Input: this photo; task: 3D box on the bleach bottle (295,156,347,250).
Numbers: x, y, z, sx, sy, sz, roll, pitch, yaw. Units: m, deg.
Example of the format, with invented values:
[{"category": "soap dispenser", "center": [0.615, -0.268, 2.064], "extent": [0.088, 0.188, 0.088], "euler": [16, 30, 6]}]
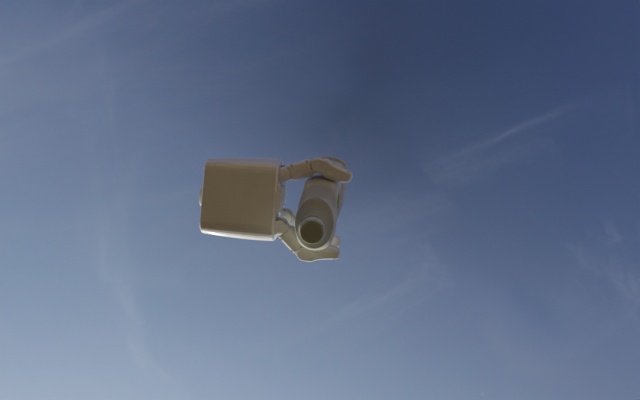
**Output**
[{"category": "bleach bottle", "center": [0.000, 0.002, 0.689], "extent": [0.068, 0.102, 0.250], "euler": [5, 13, 3]}]
